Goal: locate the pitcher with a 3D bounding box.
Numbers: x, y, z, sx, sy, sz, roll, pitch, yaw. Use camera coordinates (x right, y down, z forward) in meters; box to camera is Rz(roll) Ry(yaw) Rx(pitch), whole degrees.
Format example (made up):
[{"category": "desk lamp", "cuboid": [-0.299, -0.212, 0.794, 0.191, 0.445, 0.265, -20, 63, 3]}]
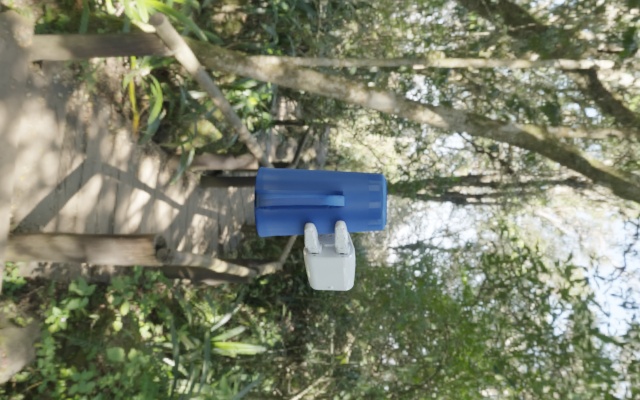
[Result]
[{"category": "pitcher", "cuboid": [0.000, 0.003, 0.889, 0.243, 0.145, 0.149, 0, 41, 5]}]
